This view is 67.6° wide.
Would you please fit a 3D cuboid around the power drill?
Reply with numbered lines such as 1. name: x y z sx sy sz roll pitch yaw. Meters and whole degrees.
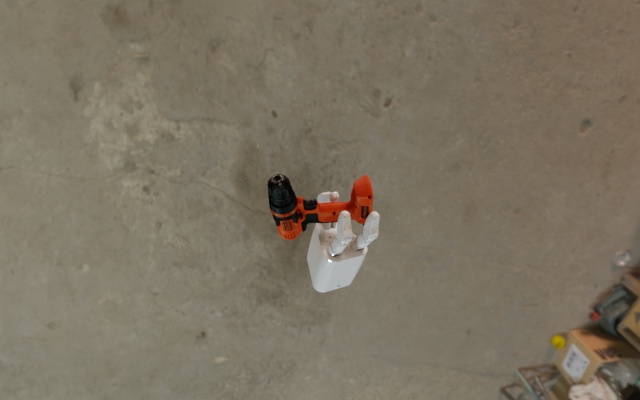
1. power drill: 0.001 0.003 0.878 0.187 0.057 0.185 -7 -32 -1
